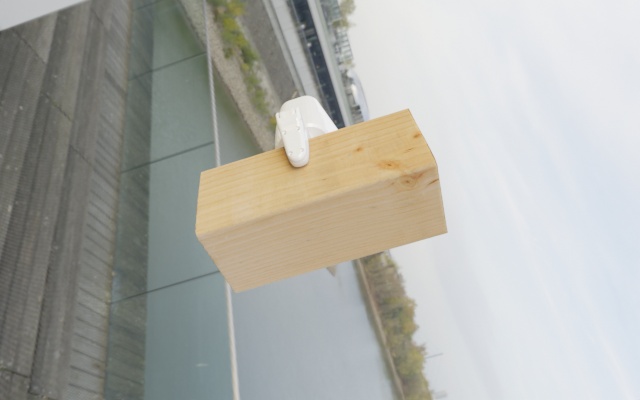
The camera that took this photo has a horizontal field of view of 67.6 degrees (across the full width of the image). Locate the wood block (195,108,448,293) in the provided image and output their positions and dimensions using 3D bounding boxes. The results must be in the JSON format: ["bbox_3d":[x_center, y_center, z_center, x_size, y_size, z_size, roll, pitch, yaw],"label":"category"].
[{"bbox_3d":[0.000,0.001,0.446,0.206,0.091,0.090,-17,41,5],"label":"wood block"}]
